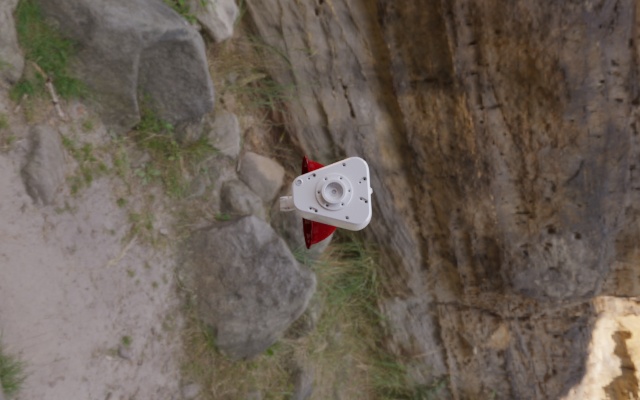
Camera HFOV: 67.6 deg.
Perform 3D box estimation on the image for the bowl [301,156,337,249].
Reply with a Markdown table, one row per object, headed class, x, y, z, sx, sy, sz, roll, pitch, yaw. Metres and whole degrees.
| class | x | y | z | sx | sy | sz | roll | pitch | yaw |
| --- | --- | --- | --- | --- | --- | --- | --- | --- | --- |
| bowl | 0.000 | 0.002 | 0.830 | 0.055 | 0.162 | 0.162 | -2 | 0 | -8 |
